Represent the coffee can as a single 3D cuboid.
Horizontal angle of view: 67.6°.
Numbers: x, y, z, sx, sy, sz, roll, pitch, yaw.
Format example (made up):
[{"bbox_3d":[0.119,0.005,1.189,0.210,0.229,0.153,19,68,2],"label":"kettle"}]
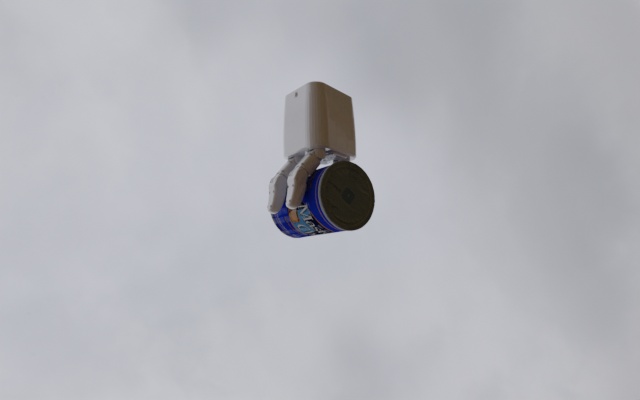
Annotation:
[{"bbox_3d":[0.000,0.003,0.742,0.103,0.103,0.140,0,-8,-37],"label":"coffee can"}]
